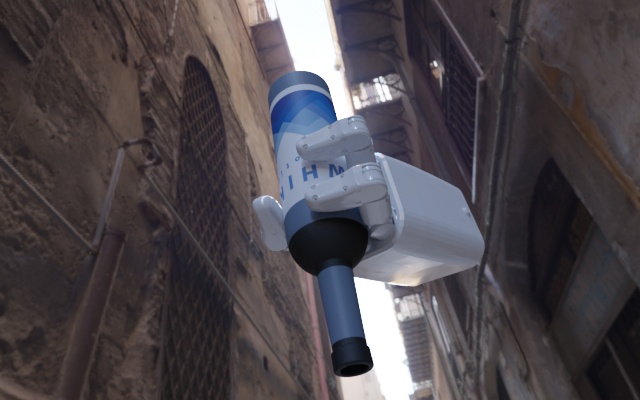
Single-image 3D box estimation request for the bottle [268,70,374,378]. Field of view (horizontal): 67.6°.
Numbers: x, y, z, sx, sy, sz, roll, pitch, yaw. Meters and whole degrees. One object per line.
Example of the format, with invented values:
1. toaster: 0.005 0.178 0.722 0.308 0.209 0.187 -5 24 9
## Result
1. bottle: 0.000 0.001 0.409 0.069 0.295 0.069 -7 -40 -6
